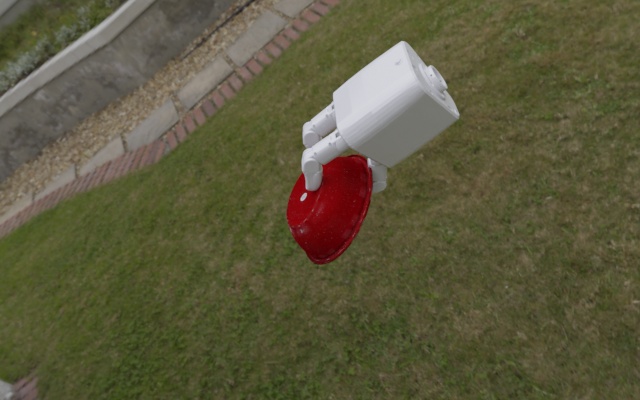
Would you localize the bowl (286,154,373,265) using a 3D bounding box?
[{"bbox_3d":[-0.001,0.003,0.648,0.055,0.162,0.162,23,-10,-26],"label":"bowl"}]
